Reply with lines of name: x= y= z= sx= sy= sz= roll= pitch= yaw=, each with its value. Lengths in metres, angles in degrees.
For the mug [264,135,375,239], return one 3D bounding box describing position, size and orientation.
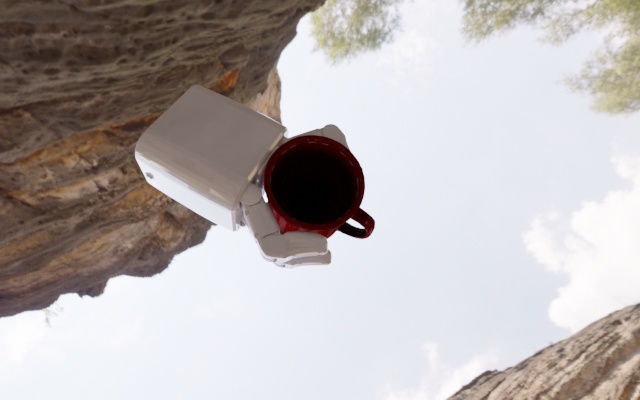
mug: x=0.001 y=0.002 z=0.467 sx=0.117 sy=0.093 sz=0.081 roll=29 pitch=-21 yaw=2
